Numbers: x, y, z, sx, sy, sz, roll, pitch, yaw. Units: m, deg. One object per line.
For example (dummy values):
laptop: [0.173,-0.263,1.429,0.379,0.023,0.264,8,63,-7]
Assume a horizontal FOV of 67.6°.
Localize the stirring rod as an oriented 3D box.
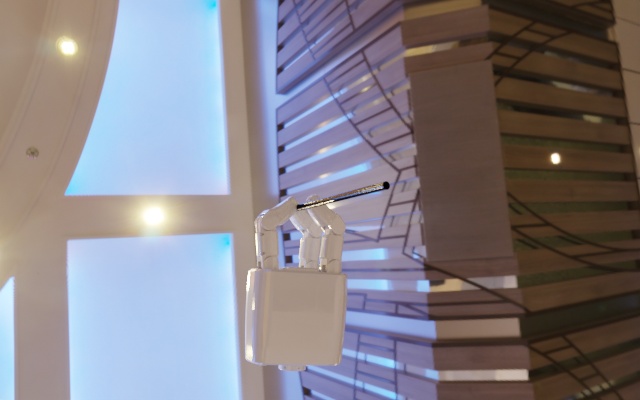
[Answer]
stirring rod: [0.000,0.002,0.542,0.011,0.011,0.239,0,-7,-31]
